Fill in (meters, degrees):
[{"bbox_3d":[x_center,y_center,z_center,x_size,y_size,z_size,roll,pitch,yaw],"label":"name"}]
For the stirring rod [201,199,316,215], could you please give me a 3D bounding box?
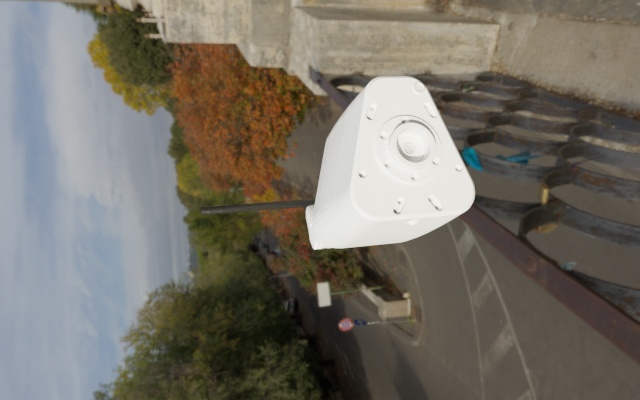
[{"bbox_3d":[0.000,0.002,0.493,0.239,0.011,0.011,-4,1,-14],"label":"stirring rod"}]
